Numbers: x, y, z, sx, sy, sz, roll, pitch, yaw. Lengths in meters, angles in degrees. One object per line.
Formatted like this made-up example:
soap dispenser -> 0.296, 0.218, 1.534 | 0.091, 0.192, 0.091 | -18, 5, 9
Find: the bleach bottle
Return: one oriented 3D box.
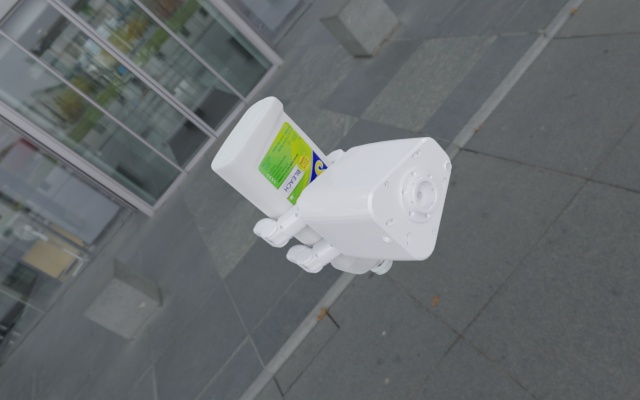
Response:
bleach bottle -> 0.000, 0.002, 0.557 | 0.251, 0.102, 0.068 | 41, -25, -27
